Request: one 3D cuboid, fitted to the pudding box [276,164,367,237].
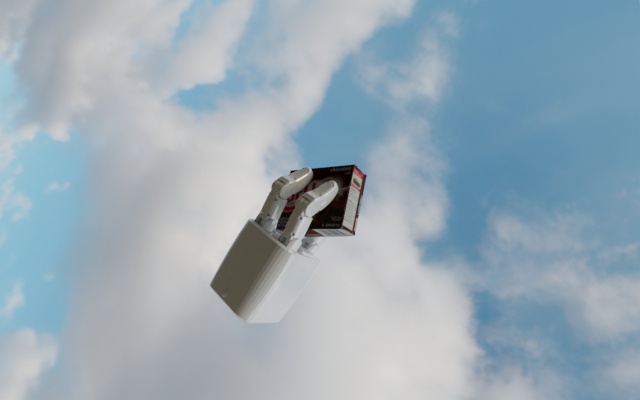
[{"bbox_3d":[0.000,0.002,0.641,0.113,0.090,0.039,-2,-23,35],"label":"pudding box"}]
